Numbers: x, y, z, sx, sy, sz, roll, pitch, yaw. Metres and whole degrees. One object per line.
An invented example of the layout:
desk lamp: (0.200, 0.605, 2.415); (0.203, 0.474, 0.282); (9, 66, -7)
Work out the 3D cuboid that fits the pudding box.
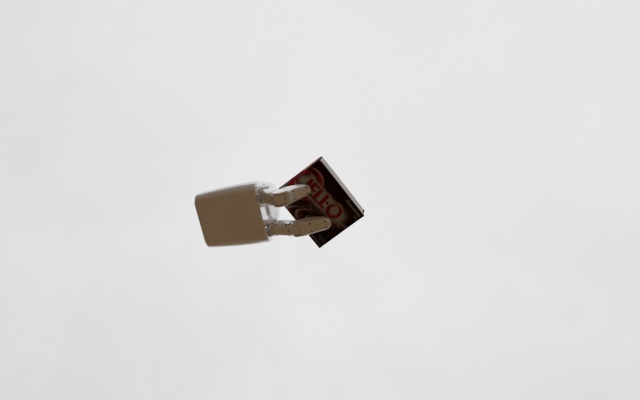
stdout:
pudding box: (0.000, 0.002, 0.735); (0.090, 0.113, 0.039); (-37, 10, 17)
